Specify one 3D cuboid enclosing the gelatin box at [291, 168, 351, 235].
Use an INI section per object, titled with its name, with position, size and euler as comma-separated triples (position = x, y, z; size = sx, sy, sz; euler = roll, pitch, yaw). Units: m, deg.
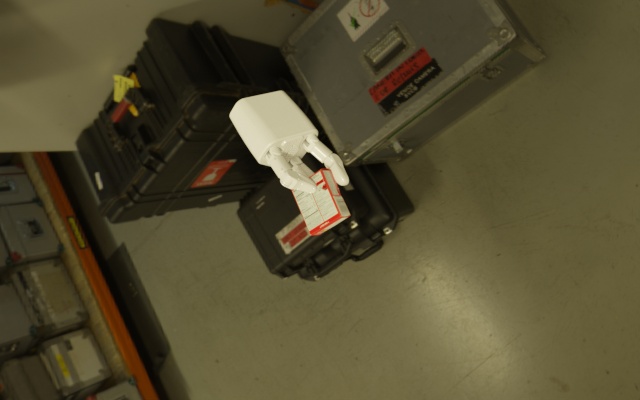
[gelatin box]
position = 0.000, 0.003, 0.785
size = 0.073, 0.089, 0.030
euler = -34, -18, 34
